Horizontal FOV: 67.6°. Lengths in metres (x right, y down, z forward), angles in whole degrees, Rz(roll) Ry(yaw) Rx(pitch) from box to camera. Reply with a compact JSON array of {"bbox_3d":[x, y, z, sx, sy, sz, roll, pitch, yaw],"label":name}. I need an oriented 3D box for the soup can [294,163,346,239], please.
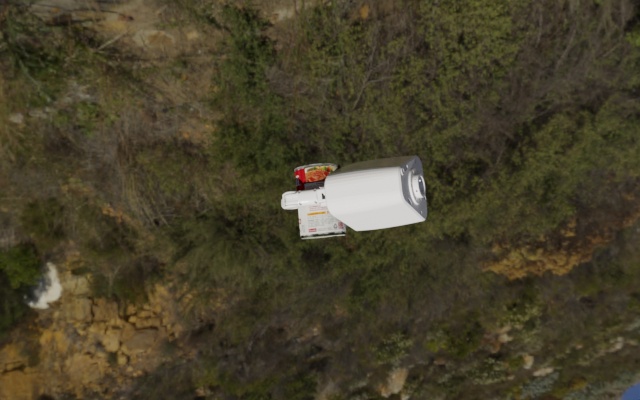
[{"bbox_3d":[0.000,0.003,0.694,0.068,0.102,0.068,-5,-6,-1],"label":"soup can"}]
